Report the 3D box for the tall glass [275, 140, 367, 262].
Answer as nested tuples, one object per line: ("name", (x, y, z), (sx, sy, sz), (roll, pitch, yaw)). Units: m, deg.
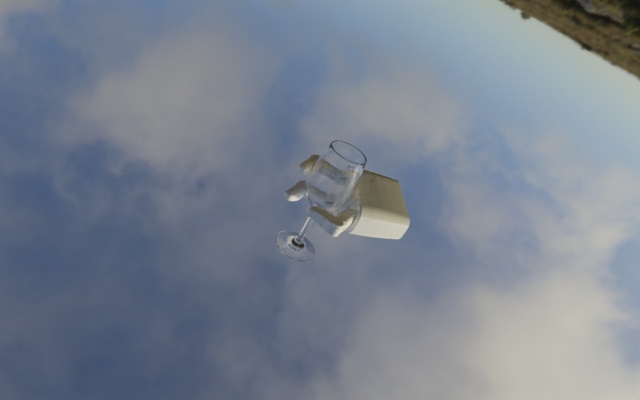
("tall glass", (0.000, 0.003, 0.767), (0.079, 0.201, 0.079), (22, 30, -13))
